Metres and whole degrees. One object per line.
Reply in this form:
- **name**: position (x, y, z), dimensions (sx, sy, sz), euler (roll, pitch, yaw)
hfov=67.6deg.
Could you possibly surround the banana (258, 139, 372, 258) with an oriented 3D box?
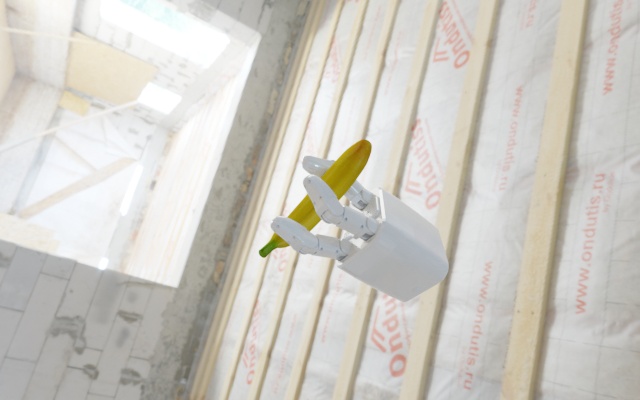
- **banana**: position (0.001, -0.001, 0.592), dimensions (0.037, 0.198, 0.069), euler (40, 19, -3)
